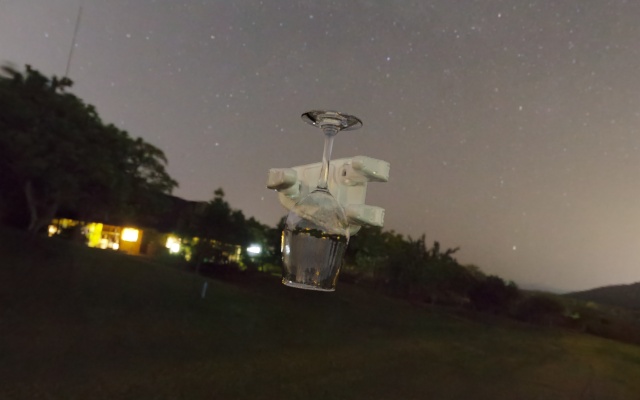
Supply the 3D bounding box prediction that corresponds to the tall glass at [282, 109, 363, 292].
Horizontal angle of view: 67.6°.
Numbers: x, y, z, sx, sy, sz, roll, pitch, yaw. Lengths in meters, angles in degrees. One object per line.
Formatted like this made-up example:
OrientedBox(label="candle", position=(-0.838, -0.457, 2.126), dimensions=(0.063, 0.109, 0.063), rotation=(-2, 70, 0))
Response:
OrientedBox(label="tall glass", position=(0.000, 0.001, 0.559), dimensions=(0.079, 0.201, 0.079), rotation=(8, -7, 1))
